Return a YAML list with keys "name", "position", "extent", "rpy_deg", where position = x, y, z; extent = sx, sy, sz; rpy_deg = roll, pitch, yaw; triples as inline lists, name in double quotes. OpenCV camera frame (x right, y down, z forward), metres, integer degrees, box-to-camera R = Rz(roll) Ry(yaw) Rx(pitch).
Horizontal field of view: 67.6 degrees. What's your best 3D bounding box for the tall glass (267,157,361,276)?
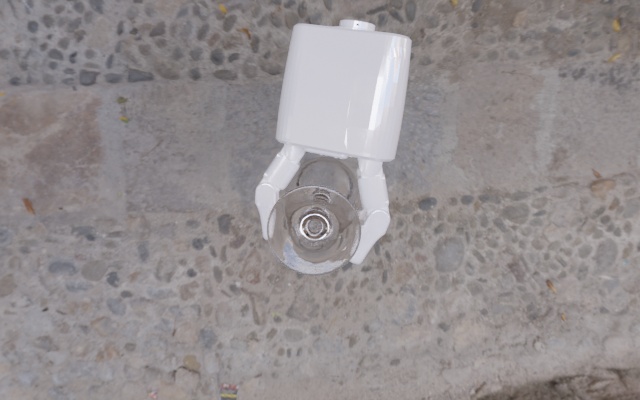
- name: "tall glass"
  position: [0.000, 0.002, 0.468]
  extent: [0.079, 0.079, 0.201]
  rpy_deg: [0, 13, 3]
